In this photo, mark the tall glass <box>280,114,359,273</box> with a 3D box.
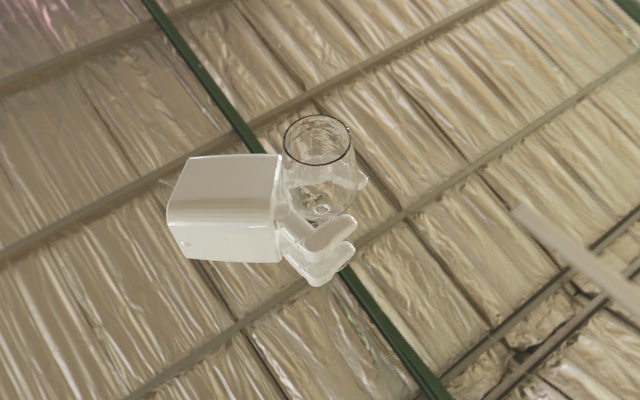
[{"bbox_3d":[0.000,0.002,0.507,0.079,0.079,0.201,0,-35,2],"label":"tall glass"}]
